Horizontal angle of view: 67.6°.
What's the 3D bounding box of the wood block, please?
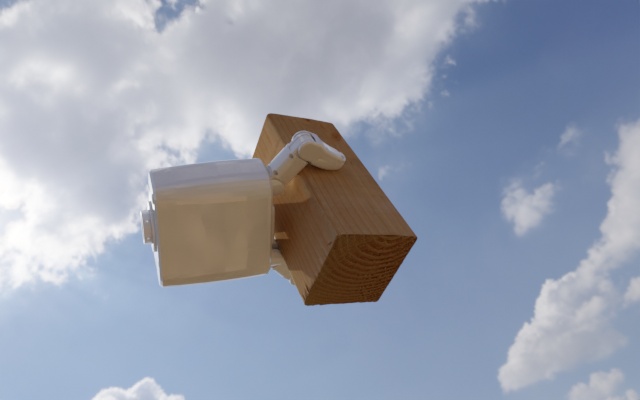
[{"bbox_3d":[0.000,0.001,0.507,0.090,0.091,0.206,4,37,-30],"label":"wood block"}]
